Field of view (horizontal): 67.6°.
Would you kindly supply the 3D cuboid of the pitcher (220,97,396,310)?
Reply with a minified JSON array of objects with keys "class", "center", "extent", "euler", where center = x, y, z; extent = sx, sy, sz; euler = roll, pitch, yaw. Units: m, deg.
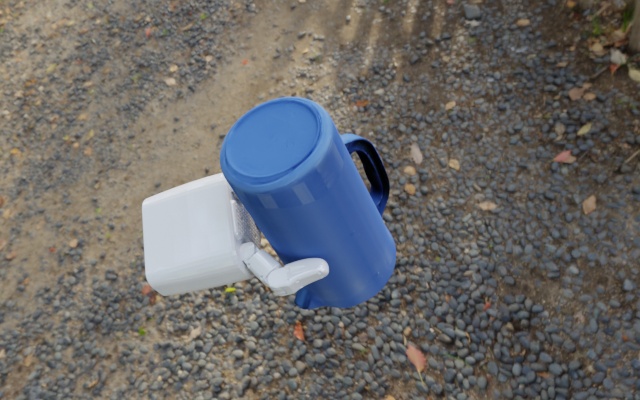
[{"class":"pitcher","center":[0.000,0.002,0.511],"extent":[0.145,0.149,0.243],"euler":[-15,-37,11]}]
